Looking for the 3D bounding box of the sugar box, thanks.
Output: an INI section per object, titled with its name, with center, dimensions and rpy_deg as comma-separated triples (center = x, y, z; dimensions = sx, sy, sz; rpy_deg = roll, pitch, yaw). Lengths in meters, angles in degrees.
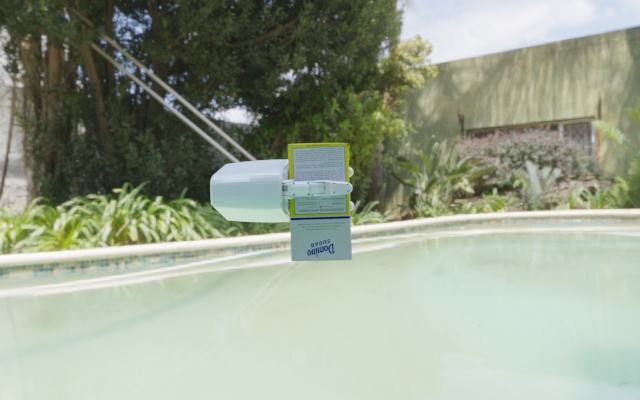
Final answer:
[sugar box]
center = 0.000, 0.002, 0.726
dimensions = 0.093, 0.176, 0.048
rpy_deg = -1, 0, 5
